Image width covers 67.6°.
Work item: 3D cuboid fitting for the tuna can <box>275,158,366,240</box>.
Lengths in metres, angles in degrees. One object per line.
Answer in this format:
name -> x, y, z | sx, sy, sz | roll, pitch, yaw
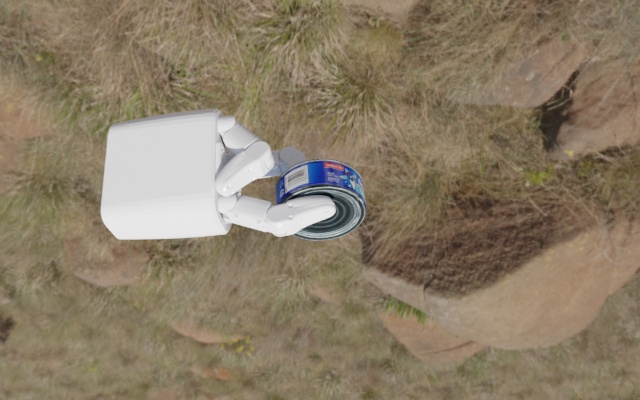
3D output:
tuna can -> 0.000, 0.002, 0.454 | 0.086, 0.033, 0.086 | -3, -39, -2
